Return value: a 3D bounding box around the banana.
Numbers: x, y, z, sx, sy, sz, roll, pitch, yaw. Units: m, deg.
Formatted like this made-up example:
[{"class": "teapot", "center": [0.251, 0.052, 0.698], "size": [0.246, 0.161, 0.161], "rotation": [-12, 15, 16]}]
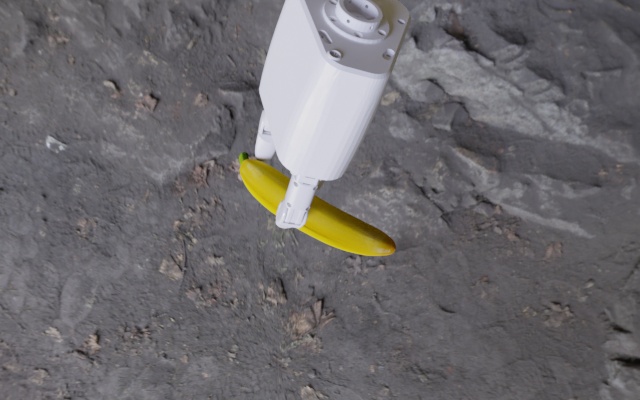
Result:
[{"class": "banana", "center": [-0.008, 0.007, 0.489], "size": [0.198, 0.037, 0.069], "rotation": [33, 29, 1]}]
